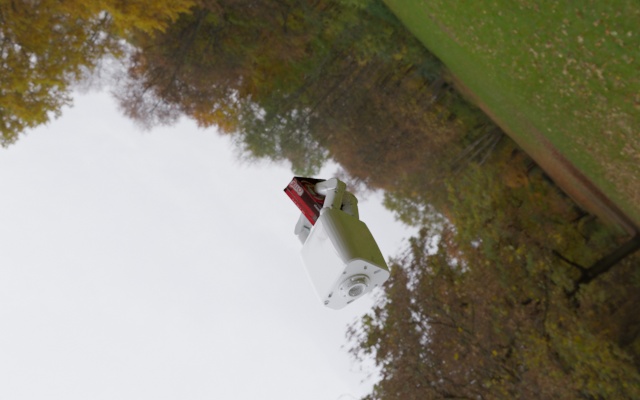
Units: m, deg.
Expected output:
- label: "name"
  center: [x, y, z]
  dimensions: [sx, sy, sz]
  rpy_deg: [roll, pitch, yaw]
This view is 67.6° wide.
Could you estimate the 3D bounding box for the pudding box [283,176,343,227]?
- label: "pudding box"
  center: [0.000, 0.003, 0.816]
  dimensions: [0.039, 0.090, 0.113]
  rpy_deg: [-47, -21, 18]
